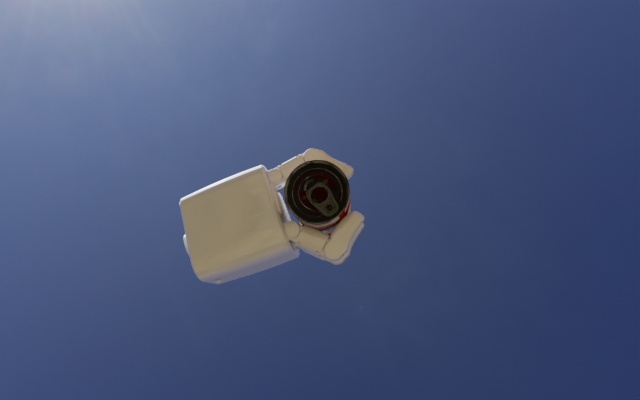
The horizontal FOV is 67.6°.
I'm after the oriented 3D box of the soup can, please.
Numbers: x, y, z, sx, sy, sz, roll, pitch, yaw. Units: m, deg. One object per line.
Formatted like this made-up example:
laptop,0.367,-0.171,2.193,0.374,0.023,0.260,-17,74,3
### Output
soup can,0.001,0.002,0.536,0.068,0.068,0.102,0,-13,5
